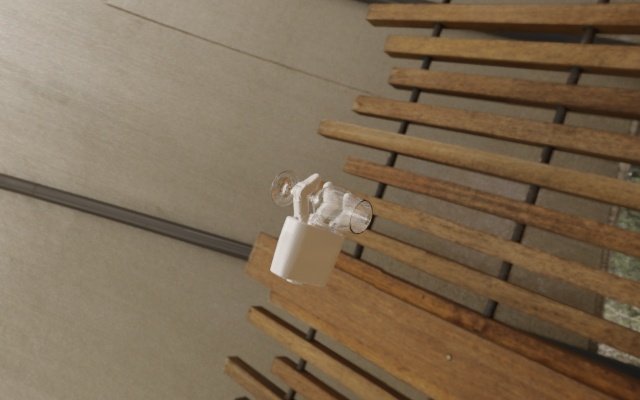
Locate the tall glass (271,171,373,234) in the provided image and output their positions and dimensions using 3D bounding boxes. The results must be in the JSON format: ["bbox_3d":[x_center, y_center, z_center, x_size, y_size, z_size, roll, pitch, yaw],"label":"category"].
[{"bbox_3d":[0.000,0.003,0.885,0.201,0.079,0.079,20,13,41],"label":"tall glass"}]
